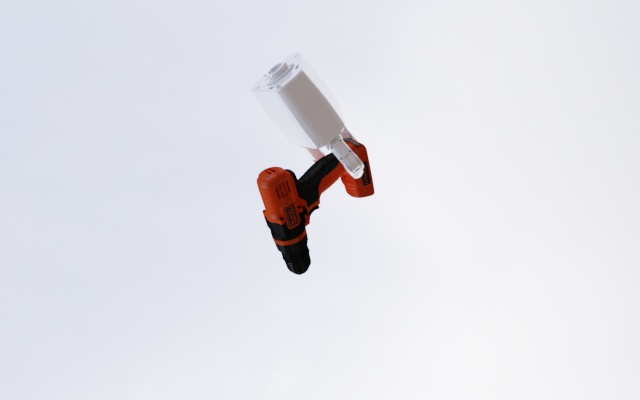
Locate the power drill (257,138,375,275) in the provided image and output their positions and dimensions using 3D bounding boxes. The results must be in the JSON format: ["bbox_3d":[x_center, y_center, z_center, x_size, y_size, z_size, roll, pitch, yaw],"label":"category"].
[{"bbox_3d":[0.000,0.002,0.730,0.187,0.185,0.057,-35,39,-29],"label":"power drill"}]
